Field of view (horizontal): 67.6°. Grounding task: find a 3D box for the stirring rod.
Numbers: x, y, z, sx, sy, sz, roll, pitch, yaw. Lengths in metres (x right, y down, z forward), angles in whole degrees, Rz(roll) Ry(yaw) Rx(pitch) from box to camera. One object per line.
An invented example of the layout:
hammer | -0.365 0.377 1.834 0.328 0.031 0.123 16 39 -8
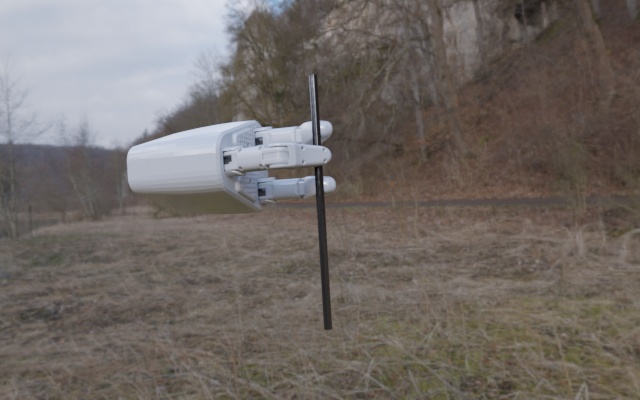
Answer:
stirring rod | 0.000 0.002 0.452 0.011 0.239 0.011 -3 0 0
